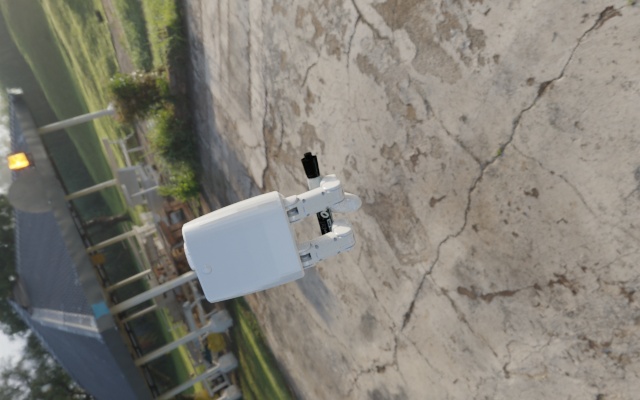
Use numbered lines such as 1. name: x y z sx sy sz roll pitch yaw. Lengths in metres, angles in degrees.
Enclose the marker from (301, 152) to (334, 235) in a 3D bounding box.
1. marker: 0.000 0.002 0.557 0.020 0.121 0.020 -13 20 5
